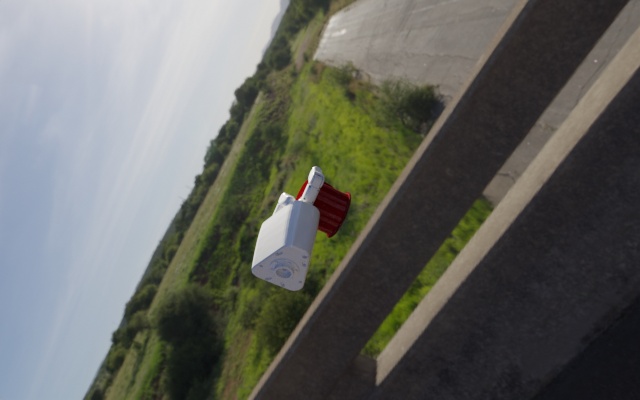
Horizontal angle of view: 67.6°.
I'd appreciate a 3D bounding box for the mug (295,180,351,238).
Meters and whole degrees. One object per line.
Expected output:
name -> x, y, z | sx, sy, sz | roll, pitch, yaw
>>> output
mug -> 0.000, 0.002, 0.888 | 0.081, 0.117, 0.093 | 24, -50, -13
